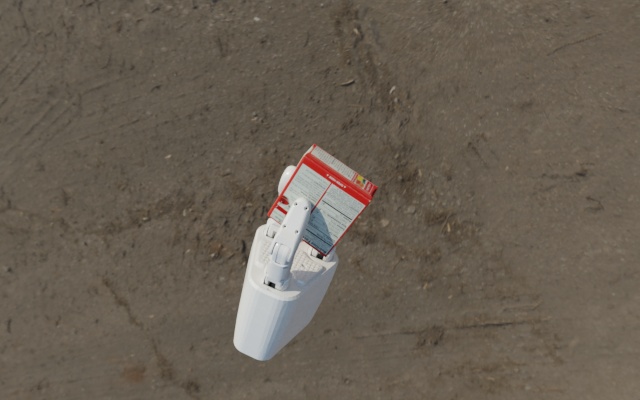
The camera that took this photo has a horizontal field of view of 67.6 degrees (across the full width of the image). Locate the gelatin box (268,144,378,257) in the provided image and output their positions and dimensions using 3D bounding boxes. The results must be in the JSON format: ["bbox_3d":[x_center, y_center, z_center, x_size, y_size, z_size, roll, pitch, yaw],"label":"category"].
[{"bbox_3d":[0.000,0.002,0.458,0.073,0.089,0.030,34,37,-1],"label":"gelatin box"}]
